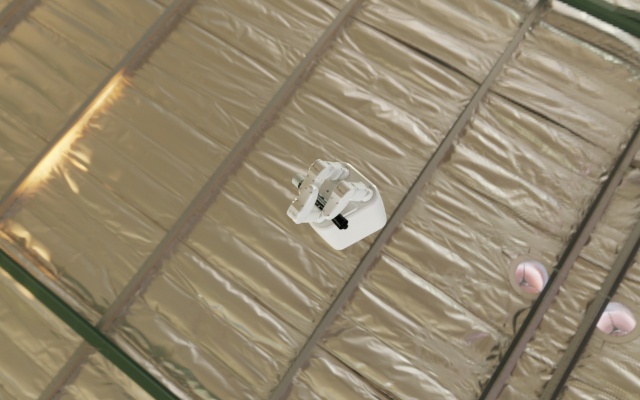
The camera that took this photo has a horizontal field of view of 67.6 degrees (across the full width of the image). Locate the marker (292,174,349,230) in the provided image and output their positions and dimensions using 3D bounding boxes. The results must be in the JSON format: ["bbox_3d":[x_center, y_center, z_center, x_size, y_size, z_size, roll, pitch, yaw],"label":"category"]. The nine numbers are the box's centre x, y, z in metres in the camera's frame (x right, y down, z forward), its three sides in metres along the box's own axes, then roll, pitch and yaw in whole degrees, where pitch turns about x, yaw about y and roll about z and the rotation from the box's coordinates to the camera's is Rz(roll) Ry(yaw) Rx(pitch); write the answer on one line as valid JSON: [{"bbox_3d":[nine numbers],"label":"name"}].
[{"bbox_3d":[0.000,0.002,0.717,0.121,0.020,0.020,44,26,29],"label":"marker"}]
